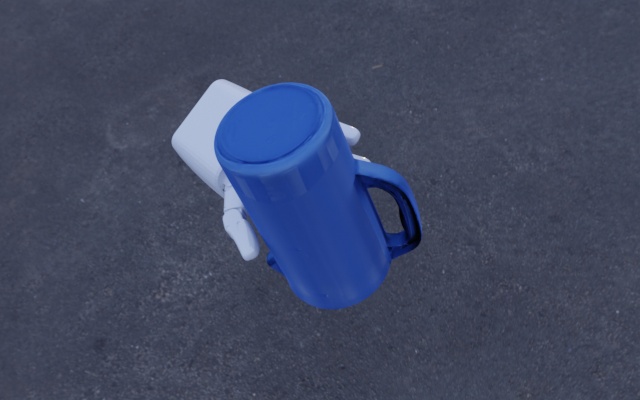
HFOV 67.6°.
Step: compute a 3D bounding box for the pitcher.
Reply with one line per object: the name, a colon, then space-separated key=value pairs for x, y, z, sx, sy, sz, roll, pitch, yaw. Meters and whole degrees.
pitcher: x=0.000 y=0.002 z=0.487 sx=0.145 sy=0.149 sz=0.243 roll=37 pitch=-17 yaw=35
